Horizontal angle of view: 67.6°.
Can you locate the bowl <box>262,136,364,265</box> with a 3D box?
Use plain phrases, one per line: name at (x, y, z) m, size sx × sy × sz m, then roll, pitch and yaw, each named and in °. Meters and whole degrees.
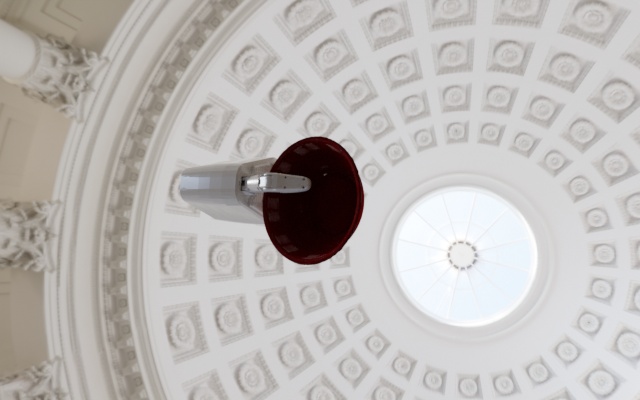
bowl at (0.001, 0.002, 0.613) m, size 0.162 × 0.162 × 0.055 m, roll 0°, pitch -6°, yaw 40°
